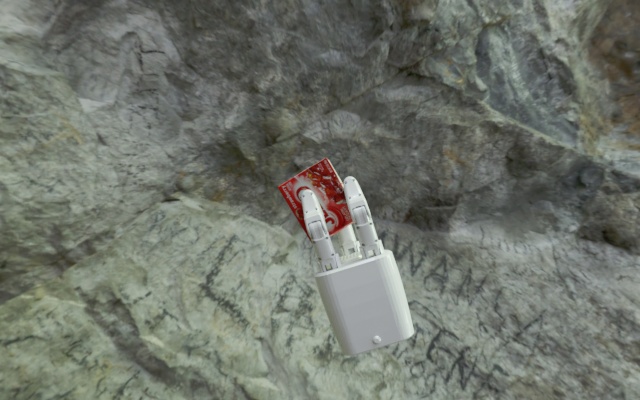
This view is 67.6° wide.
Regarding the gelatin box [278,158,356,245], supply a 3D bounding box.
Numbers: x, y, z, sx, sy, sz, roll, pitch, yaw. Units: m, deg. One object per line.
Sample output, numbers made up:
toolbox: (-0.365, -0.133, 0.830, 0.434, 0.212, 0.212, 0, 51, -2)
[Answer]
gelatin box: (0.000, 0.002, 0.609, 0.073, 0.089, 0.030, -31, -6, 4)
